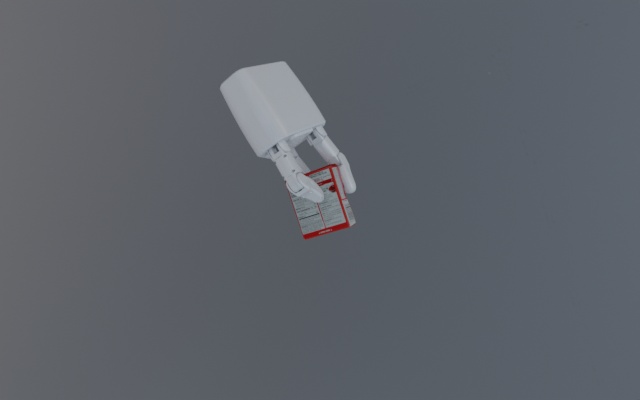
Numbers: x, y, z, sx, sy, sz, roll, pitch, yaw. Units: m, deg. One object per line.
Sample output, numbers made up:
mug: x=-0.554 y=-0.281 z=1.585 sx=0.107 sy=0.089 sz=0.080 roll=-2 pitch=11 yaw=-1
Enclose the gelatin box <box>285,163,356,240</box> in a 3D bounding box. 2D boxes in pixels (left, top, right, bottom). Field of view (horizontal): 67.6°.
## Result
gelatin box: x=0.000 y=0.003 z=0.660 sx=0.073 sy=0.089 sz=0.030 roll=-18 pitch=0 yaw=25
